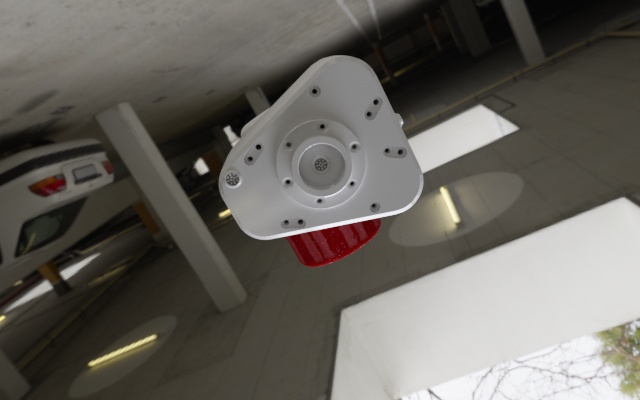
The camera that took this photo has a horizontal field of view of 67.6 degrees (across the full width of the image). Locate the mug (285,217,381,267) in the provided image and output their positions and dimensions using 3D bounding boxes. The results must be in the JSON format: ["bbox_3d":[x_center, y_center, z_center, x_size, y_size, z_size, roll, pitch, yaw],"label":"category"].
[{"bbox_3d":[0.000,0.001,0.431,0.093,0.081,0.117,-28,12,4],"label":"mug"}]
